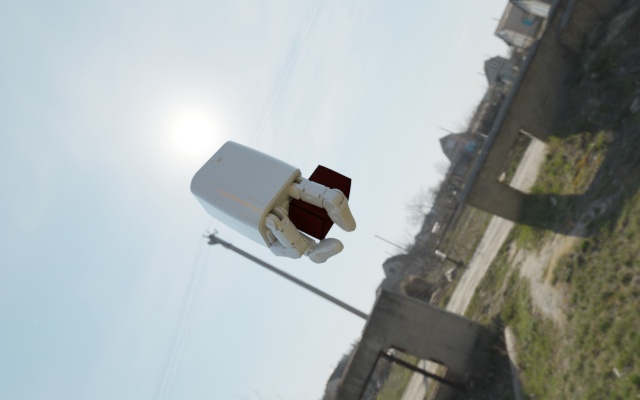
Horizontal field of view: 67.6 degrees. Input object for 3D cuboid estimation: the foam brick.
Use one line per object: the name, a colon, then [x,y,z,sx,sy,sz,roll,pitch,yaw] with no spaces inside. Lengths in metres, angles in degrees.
foam brick: [0.000,0.002,0.621,0.051,0.078,0.053,25,-35,14]
